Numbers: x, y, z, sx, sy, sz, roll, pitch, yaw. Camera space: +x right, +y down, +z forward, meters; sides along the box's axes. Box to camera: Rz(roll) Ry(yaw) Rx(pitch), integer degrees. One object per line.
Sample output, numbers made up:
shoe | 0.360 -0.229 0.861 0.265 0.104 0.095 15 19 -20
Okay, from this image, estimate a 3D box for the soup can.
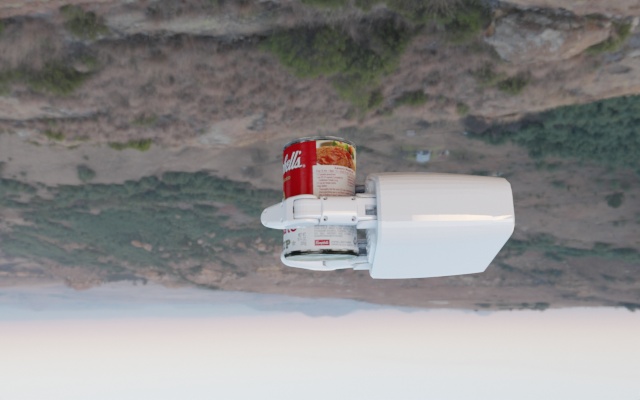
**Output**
soup can | 0.000 0.002 0.430 0.068 0.102 0.068 -1 -12 0
